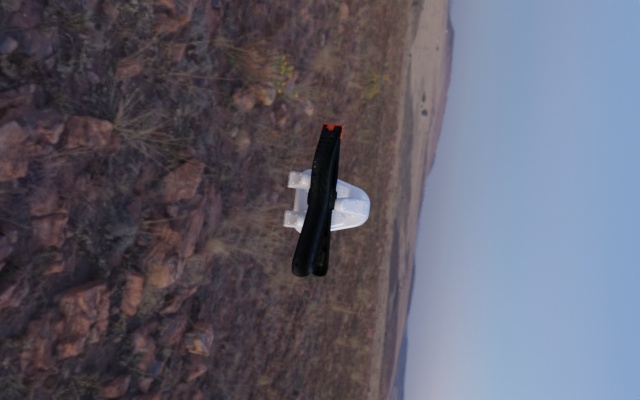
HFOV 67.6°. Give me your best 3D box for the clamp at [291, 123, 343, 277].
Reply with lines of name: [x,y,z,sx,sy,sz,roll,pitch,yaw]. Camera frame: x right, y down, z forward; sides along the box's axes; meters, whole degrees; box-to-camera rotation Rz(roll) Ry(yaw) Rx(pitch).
clamp: [0.001,0.002,0.610,0.036,0.210,0.164,7,-1,8]
